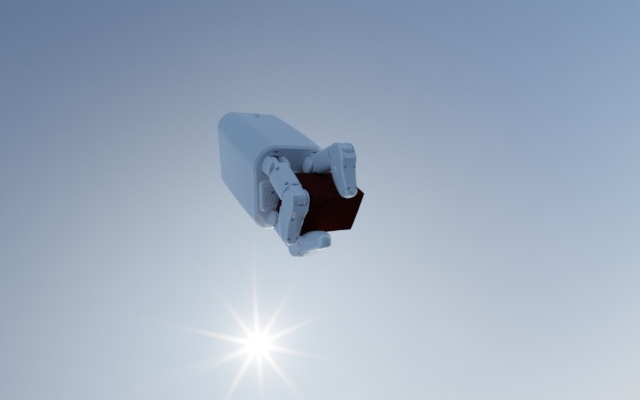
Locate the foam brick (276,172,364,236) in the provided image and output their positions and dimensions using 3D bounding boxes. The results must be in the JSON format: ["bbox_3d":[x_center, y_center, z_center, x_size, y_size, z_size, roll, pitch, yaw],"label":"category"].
[{"bbox_3d":[0.000,0.002,0.543,0.078,0.053,0.051,-3,35,-39],"label":"foam brick"}]
